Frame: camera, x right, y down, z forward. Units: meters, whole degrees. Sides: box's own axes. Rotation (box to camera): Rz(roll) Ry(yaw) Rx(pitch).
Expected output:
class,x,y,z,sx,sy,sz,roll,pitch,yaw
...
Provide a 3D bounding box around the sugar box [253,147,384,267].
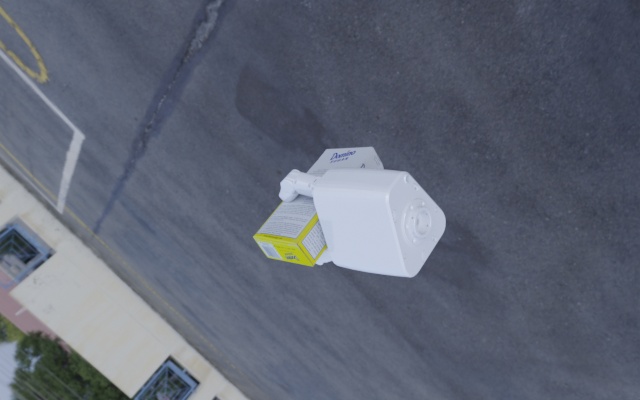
class,x,y,z,sx,sy,sz,roll,pitch,yaw
sugar box,0.000,0.003,0.620,0.093,0.048,0.176,4,44,47
